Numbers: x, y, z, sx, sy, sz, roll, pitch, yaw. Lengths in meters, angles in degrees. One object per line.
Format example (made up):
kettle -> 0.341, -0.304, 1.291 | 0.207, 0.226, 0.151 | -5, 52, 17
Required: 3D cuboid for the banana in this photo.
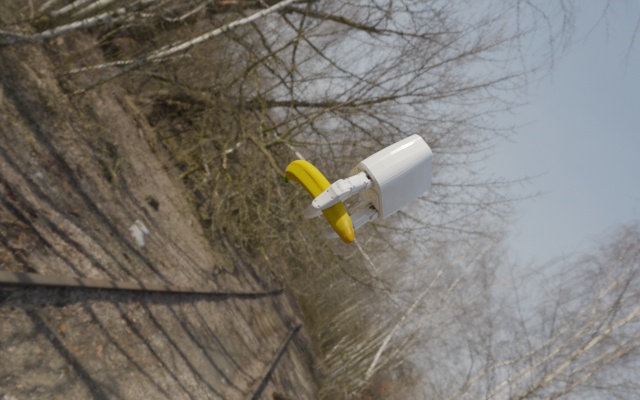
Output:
banana -> -0.004, -0.012, 0.758 | 0.037, 0.070, 0.197 | -29, 46, -17
